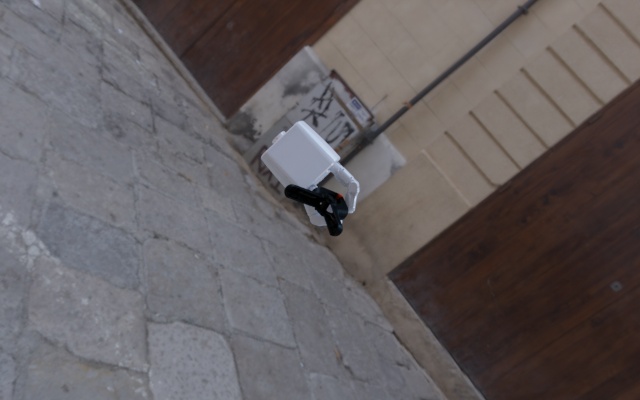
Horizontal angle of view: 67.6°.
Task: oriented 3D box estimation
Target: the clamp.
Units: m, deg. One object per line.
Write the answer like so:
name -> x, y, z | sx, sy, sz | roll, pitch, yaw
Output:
clamp -> 0.001, 0.002, 0.859 | 0.120, 0.039, 0.171 | 44, 14, 0
